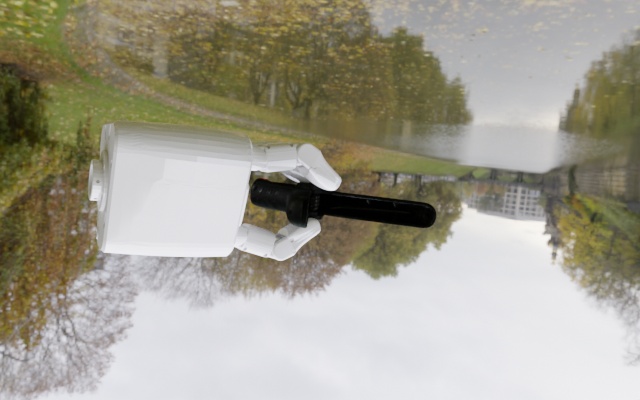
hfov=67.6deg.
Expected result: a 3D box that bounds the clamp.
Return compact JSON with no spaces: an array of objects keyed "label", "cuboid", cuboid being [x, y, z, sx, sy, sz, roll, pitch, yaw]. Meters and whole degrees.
[{"label":"clamp","cuboid":[0.000,0.002,0.490,0.164,0.036,0.210,5,4,-31]}]
